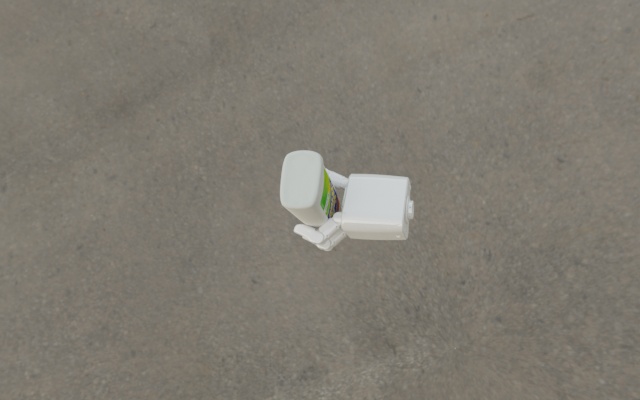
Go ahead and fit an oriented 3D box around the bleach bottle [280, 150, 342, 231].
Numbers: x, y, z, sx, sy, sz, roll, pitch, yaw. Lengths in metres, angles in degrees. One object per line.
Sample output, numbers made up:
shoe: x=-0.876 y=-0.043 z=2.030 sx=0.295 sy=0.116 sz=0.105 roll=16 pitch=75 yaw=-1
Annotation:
bleach bottle: x=0.000 y=0.003 z=0.866 sx=0.068 sy=0.102 sz=0.251 roll=2 pitch=-16 yaw=16
